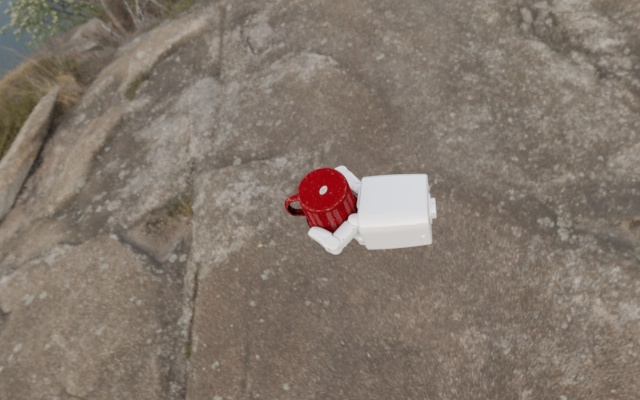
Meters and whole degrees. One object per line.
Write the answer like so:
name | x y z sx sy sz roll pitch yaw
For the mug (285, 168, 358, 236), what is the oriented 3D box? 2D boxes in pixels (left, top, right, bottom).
mug | -0.001 0.002 0.758 0.117 0.093 0.081 -5 -30 13
